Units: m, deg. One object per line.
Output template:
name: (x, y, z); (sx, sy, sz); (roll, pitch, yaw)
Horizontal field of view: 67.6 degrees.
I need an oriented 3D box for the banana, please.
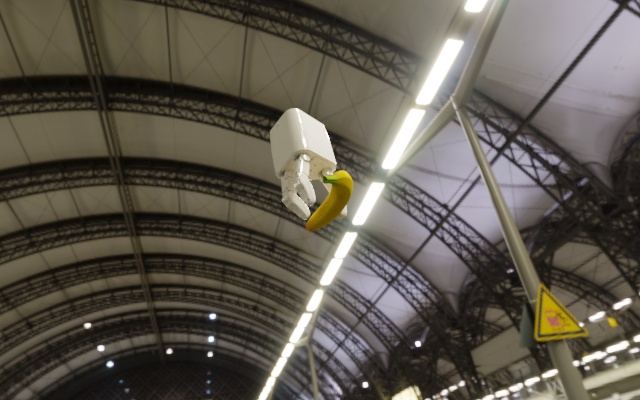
banana: (0.019, -0.002, 0.843); (0.069, 0.037, 0.198); (-9, -27, -15)
